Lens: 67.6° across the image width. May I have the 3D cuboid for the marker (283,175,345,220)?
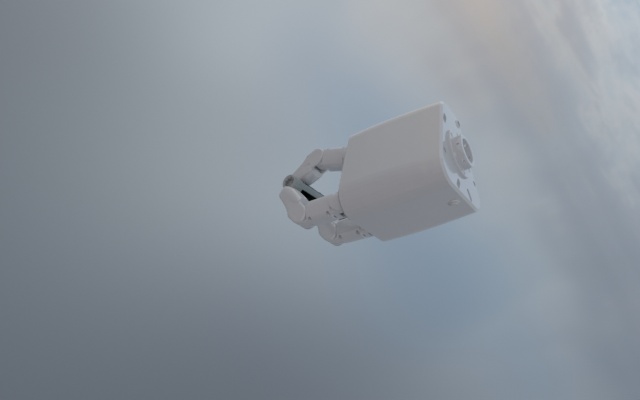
[{"bbox_3d":[0.000,0.002,0.572,0.020,0.020,0.121,0,-22,39],"label":"marker"}]
